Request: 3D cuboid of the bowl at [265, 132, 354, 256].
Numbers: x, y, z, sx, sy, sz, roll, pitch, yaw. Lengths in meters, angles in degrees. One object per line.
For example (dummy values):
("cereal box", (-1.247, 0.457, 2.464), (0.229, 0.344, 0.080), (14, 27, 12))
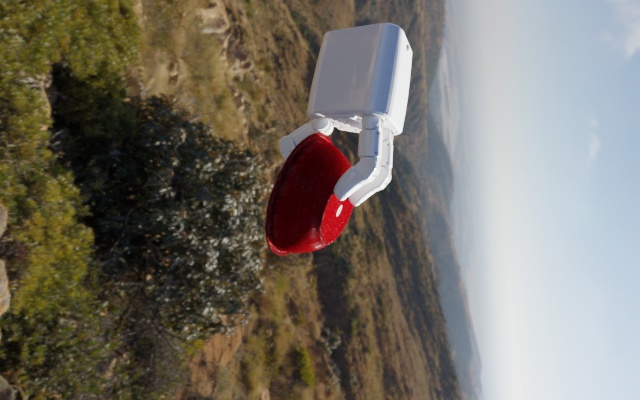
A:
("bowl", (0.000, 0.003, 0.585), (0.055, 0.162, 0.162), (22, 8, 22))
